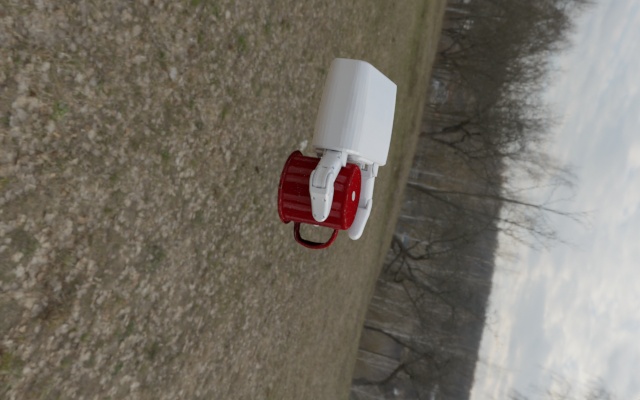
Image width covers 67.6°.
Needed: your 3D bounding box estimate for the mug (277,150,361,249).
[{"bbox_3d":[0.000,0.003,0.584,0.081,0.117,0.093,10,1,15],"label":"mug"}]
